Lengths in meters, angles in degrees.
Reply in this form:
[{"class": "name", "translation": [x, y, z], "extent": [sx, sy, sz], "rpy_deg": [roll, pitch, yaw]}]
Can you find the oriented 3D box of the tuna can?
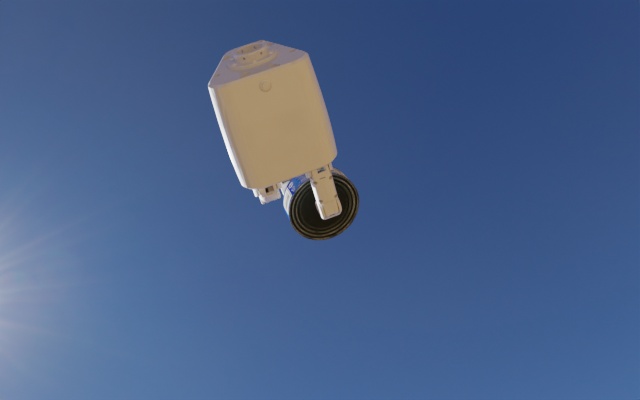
[{"class": "tuna can", "translation": [0.000, 0.002, 0.562], "extent": [0.086, 0.086, 0.033], "rpy_deg": [0, 26, -20]}]
